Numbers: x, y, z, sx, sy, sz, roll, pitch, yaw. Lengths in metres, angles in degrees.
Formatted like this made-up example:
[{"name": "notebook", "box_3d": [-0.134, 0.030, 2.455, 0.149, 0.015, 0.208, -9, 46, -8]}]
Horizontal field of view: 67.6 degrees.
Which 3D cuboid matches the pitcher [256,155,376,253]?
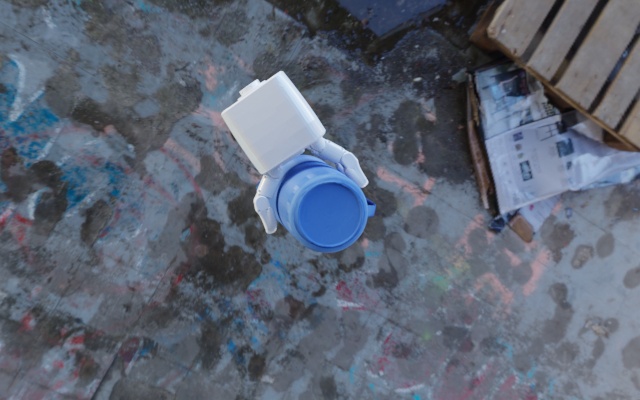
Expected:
[{"name": "pitcher", "box_3d": [0.000, 0.002, 0.740, 0.149, 0.145, 0.243, -35, 13, -4]}]
